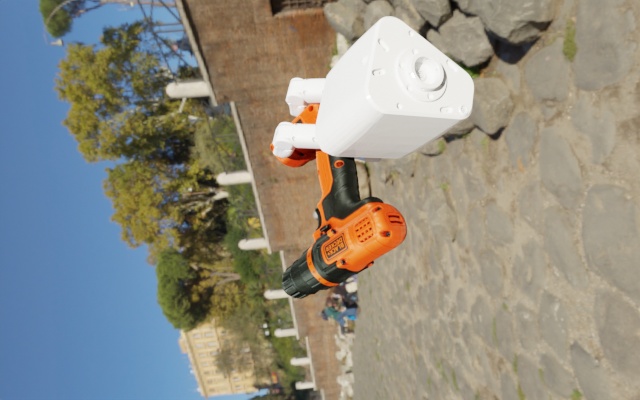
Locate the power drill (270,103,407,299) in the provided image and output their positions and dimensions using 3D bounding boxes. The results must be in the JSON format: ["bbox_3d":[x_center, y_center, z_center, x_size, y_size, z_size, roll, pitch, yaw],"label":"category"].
[{"bbox_3d":[0.000,0.001,0.538,0.057,0.187,0.184,4,-30,-43],"label":"power drill"}]
